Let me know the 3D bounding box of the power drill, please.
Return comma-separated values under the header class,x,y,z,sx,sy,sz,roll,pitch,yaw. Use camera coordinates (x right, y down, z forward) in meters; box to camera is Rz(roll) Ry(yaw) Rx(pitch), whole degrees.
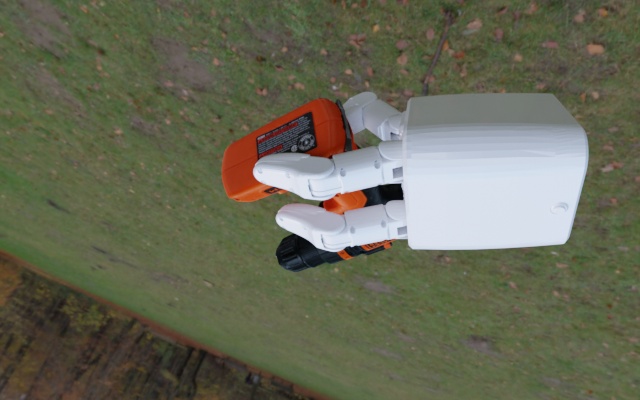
class,x,y,z,sx,sy,sz,roll,pitch,yaw
power drill,0.000,0.001,0.428,0.184,0.057,0.188,-25,-33,20
